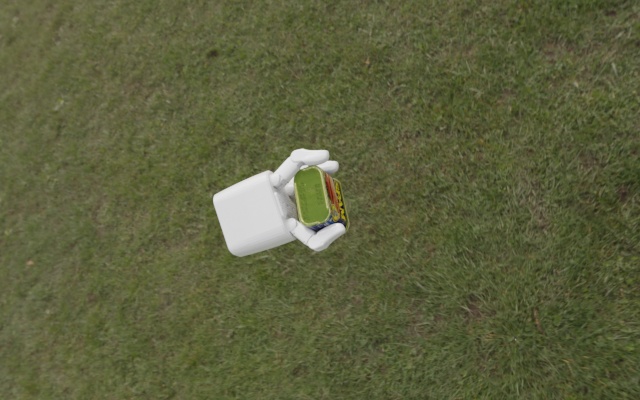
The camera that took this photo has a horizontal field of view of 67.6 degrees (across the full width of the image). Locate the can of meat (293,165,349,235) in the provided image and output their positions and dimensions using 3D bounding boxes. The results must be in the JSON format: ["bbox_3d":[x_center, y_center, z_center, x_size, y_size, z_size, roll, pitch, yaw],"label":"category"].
[{"bbox_3d":[0.000,0.002,0.763,0.057,0.102,0.084,-17,-21,17],"label":"can of meat"}]
